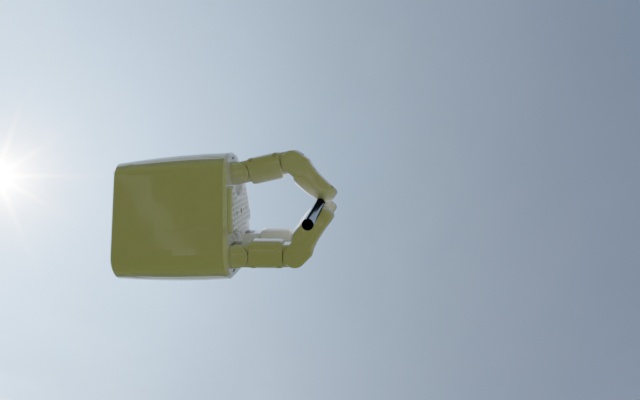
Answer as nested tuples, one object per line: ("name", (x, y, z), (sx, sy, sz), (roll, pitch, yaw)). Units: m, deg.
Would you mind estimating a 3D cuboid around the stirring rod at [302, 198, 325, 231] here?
("stirring rod", (0.000, 0.001, 0.433), (0.011, 0.011, 0.239), (0, 7, 4))
